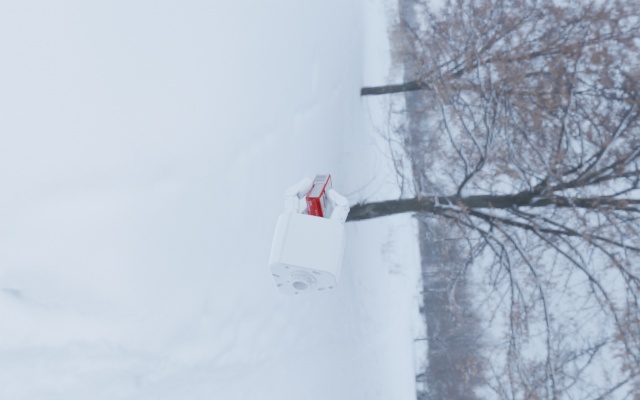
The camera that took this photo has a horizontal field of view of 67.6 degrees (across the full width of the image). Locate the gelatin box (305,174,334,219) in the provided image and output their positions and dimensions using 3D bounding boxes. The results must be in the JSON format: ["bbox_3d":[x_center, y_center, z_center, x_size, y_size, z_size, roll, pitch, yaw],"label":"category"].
[{"bbox_3d":[0.001,0.003,0.889,0.030,0.073,0.089,1,33,16],"label":"gelatin box"}]
